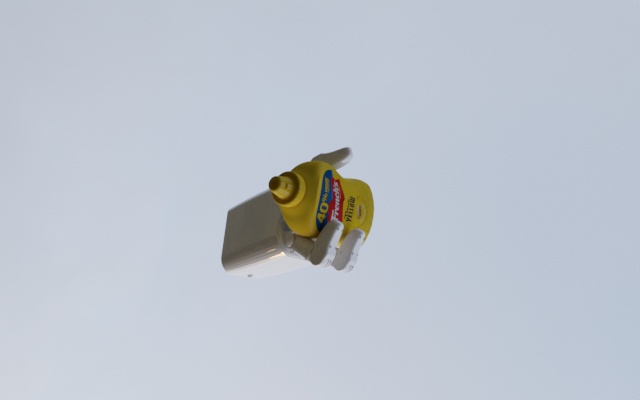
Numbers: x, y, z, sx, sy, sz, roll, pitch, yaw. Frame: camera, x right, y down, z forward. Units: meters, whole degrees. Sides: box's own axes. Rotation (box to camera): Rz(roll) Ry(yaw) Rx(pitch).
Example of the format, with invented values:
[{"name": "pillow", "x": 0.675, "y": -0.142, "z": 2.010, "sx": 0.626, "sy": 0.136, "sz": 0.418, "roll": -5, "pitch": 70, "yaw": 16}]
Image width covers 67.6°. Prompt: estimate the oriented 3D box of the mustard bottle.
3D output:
[{"name": "mustard bottle", "x": 0.001, "y": 0.002, "z": 0.606, "sx": 0.058, "sy": 0.096, "sz": 0.192, "roll": 6, "pitch": -9, "yaw": 35}]
